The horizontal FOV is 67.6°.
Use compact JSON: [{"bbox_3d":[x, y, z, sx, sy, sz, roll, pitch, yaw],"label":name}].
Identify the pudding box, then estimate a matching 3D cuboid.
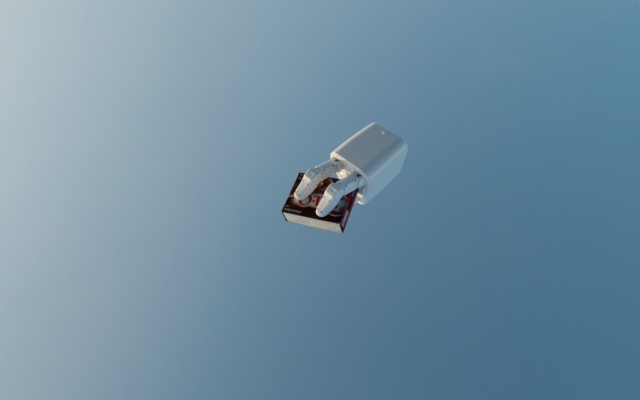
[{"bbox_3d":[0.000,0.003,0.839,0.113,0.090,0.039,9,-34,21],"label":"pudding box"}]
